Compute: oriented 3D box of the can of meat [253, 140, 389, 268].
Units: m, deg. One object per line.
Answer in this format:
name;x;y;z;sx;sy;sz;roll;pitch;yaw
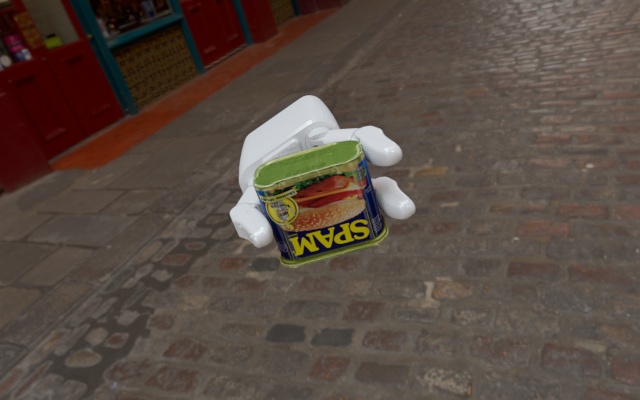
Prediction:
can of meat;0.000;0.001;0.419;0.102;0.084;0.057;-16;27;6
